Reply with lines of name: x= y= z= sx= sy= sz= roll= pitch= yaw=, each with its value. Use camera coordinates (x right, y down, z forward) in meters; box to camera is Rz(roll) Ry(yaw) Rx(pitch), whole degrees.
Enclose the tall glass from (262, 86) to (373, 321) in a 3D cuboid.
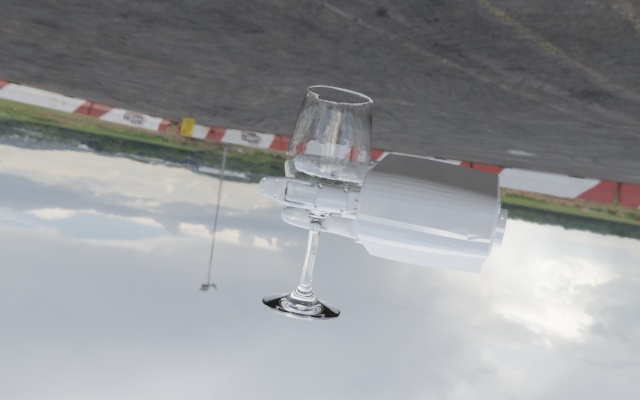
tall glass: x=0.000 y=0.002 z=0.439 sx=0.079 sy=0.201 sz=0.079 roll=10 pitch=3 yaw=0
